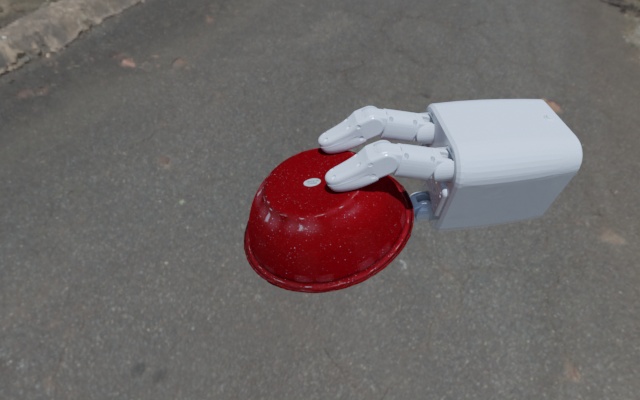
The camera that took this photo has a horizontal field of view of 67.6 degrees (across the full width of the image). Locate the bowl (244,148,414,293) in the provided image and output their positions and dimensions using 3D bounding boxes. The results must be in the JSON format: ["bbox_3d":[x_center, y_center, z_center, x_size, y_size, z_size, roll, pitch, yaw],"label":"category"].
[{"bbox_3d":[-0.001,0.002,0.428,0.162,0.055,0.162,-10,42,9],"label":"bowl"}]
